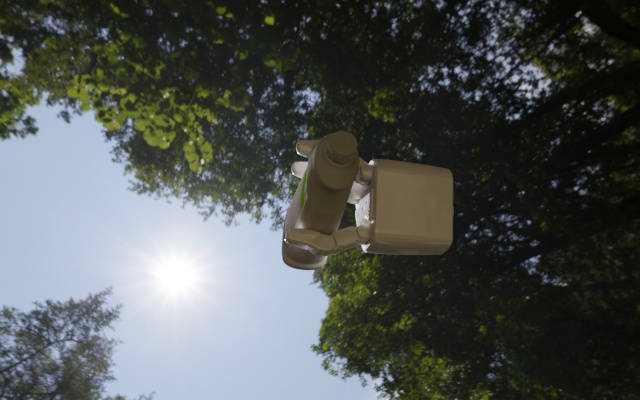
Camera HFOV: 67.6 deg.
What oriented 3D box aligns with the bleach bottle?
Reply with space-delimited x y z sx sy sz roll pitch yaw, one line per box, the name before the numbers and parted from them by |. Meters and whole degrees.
bleach bottle | 0.000 0.002 0.596 0.068 0.102 0.251 6 -26 -9
